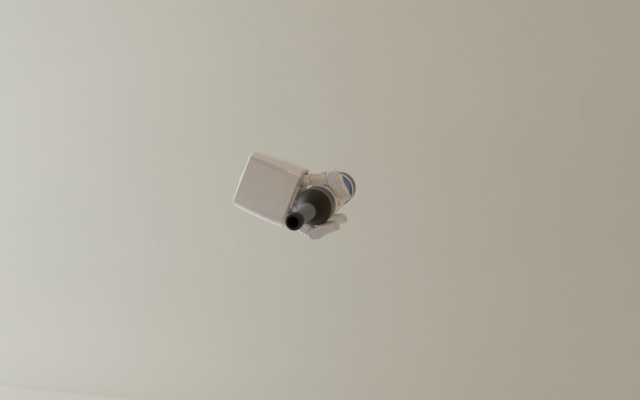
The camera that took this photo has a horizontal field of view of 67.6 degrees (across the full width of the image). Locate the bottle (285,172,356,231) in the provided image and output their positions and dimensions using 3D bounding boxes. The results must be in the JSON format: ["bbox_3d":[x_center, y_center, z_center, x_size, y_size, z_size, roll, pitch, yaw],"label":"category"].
[{"bbox_3d":[0.000,0.003,0.866,0.069,0.069,0.295,0,12,17],"label":"bottle"}]
